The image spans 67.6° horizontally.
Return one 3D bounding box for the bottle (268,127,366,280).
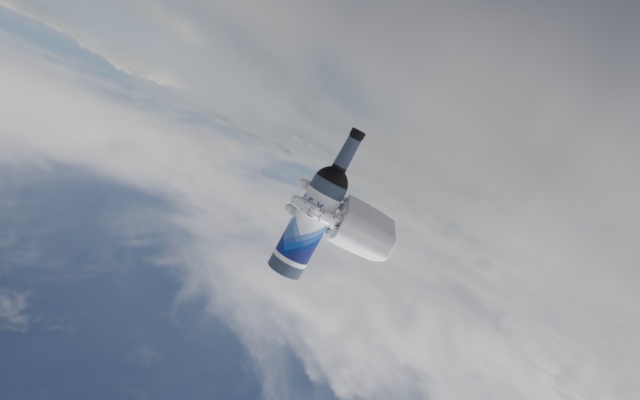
[{"bbox_3d":[0.000,0.003,0.875,0.069,0.296,0.069,28,7,-4],"label":"bottle"}]
